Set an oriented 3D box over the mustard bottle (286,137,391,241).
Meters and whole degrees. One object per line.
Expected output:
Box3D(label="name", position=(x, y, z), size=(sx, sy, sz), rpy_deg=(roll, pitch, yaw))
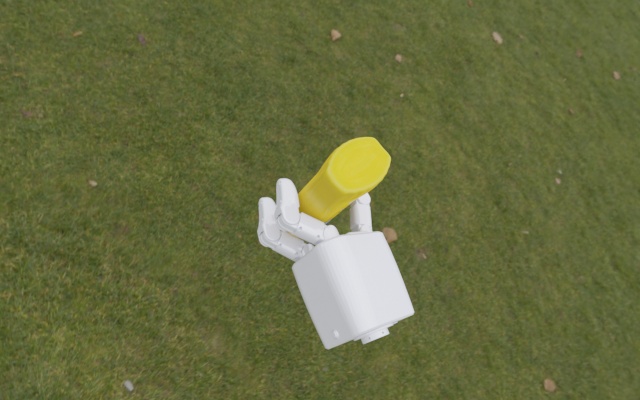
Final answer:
Box3D(label="mustard bottle", position=(0.000, 0.001, 0.578), size=(0.096, 0.058, 0.192), rpy_deg=(-39, -3, -40))
